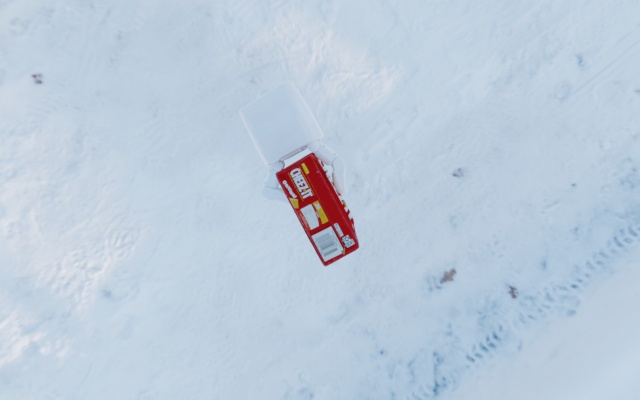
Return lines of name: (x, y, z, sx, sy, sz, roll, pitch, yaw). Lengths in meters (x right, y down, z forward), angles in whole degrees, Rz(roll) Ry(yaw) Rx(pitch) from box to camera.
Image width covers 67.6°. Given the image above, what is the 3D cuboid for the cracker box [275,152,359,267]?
cracker box: (0.000, 0.003, 0.818, 0.072, 0.164, 0.213, -28, 5, 5)
